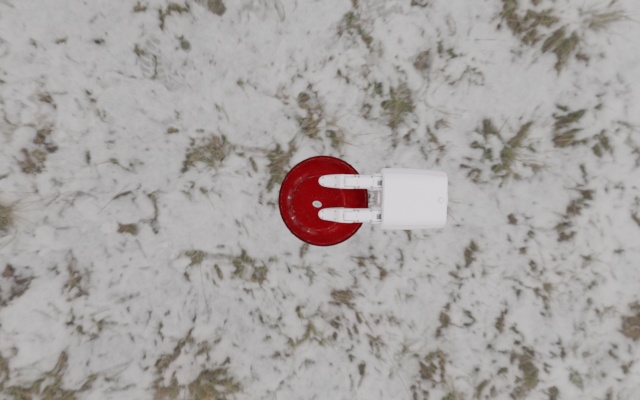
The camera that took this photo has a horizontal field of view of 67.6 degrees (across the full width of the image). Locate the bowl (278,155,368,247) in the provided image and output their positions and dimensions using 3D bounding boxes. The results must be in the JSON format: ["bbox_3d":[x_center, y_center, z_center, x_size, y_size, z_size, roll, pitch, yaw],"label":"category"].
[{"bbox_3d":[-0.001,0.003,0.818,0.162,0.162,0.055,0,3,9],"label":"bowl"}]
